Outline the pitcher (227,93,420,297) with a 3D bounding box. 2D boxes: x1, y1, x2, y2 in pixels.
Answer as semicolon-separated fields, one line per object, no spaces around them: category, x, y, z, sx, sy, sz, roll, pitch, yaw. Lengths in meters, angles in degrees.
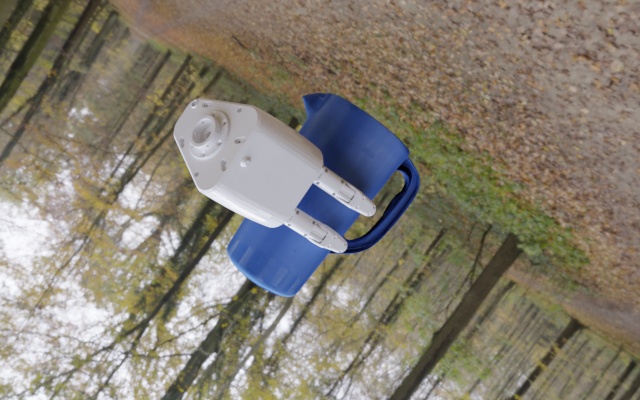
pitcher;0.000;0.002;0.603;0.149;0.243;0.145;37;4;35
